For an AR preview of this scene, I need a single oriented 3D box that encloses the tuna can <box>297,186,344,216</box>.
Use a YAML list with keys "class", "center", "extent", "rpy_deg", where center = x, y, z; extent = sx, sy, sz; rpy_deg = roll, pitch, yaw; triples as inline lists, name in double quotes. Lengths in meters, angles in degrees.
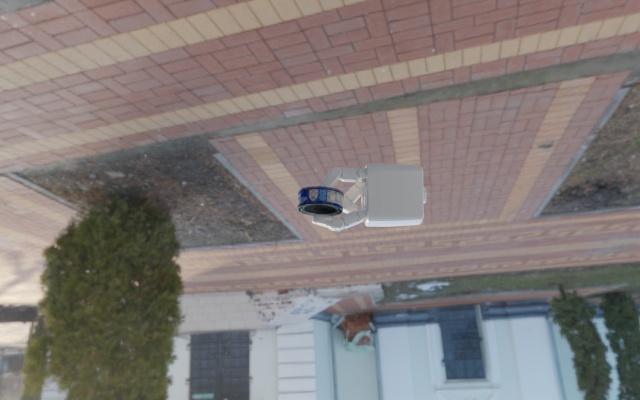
- class: "tuna can"
  center: [0.000, 0.003, 0.879]
  extent: [0.086, 0.033, 0.086]
  rpy_deg: [3, -17, 1]
